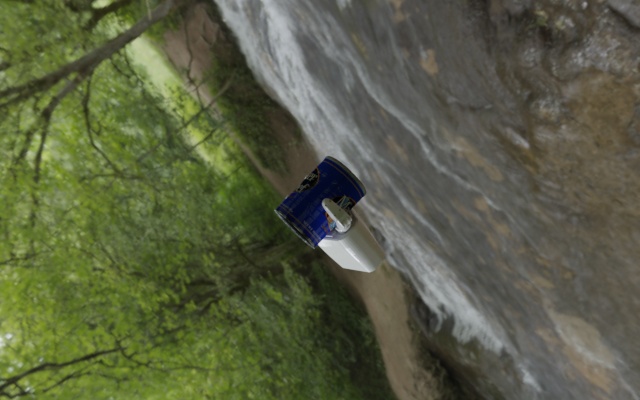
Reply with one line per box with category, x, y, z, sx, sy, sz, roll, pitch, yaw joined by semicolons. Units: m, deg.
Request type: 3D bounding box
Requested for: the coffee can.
coffee can;0.000;0.003;0.877;0.103;0.140;0.103;42;-9;9
